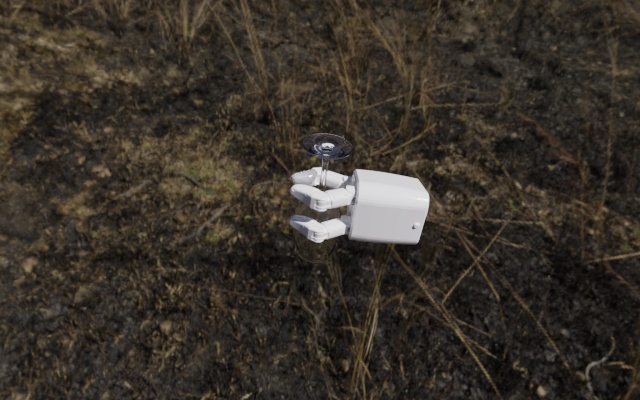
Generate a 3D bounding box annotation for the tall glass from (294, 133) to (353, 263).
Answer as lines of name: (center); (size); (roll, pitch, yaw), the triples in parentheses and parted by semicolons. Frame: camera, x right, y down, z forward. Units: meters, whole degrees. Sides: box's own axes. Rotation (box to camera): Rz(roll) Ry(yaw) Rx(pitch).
tall glass: (0.000, 0.002, 0.741); (0.079, 0.201, 0.079); (5, 34, -4)
